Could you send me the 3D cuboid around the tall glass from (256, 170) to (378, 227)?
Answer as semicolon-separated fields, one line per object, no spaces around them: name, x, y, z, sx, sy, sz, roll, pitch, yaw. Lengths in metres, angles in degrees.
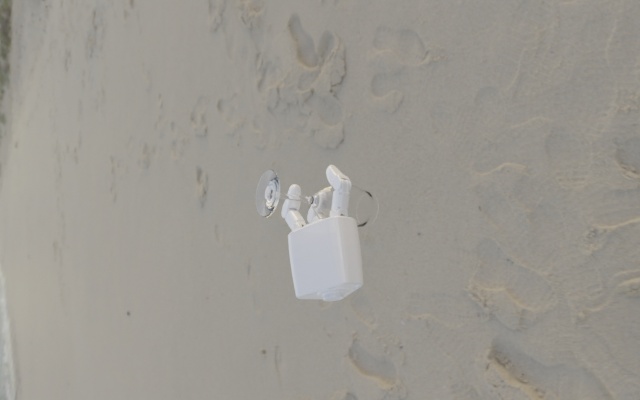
tall glass;0.000;0.002;0.784;0.201;0.079;0.079;9;-5;-34
